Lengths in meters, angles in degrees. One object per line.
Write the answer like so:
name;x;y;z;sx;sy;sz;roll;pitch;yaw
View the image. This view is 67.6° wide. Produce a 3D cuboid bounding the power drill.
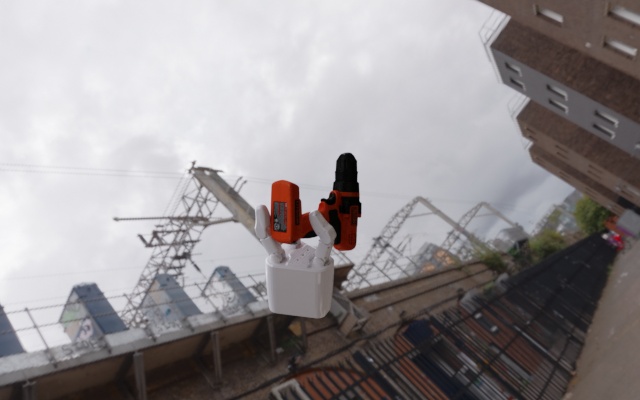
power drill;0.000;0.003;0.845;0.187;0.184;0.057;-1;1;-43
